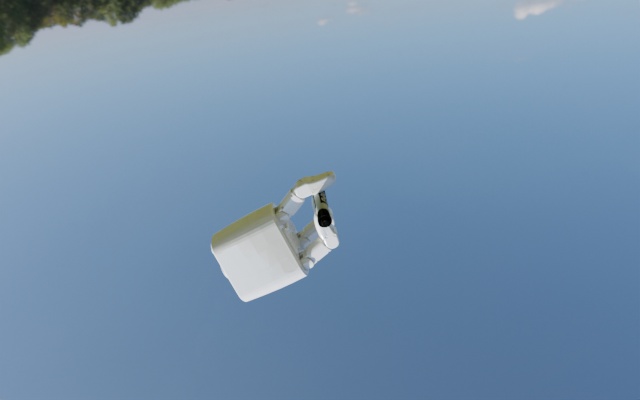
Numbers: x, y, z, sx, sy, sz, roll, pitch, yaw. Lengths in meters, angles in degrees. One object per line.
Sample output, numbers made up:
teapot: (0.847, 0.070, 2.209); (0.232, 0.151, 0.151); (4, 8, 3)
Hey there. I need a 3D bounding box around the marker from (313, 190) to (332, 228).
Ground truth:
marker: (0.000, 0.002, 0.661); (0.020, 0.020, 0.121); (0, 27, -6)
